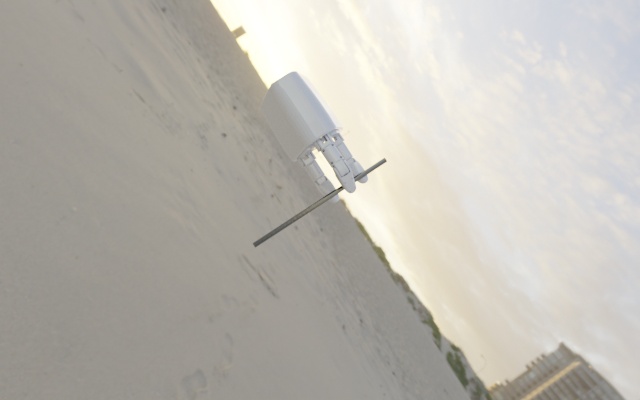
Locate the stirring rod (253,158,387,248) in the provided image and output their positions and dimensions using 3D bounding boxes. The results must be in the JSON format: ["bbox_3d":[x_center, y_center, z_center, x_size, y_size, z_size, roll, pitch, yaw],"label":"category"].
[{"bbox_3d":[0.000,0.002,0.729,0.239,0.011,0.011,-33,2,-4],"label":"stirring rod"}]
